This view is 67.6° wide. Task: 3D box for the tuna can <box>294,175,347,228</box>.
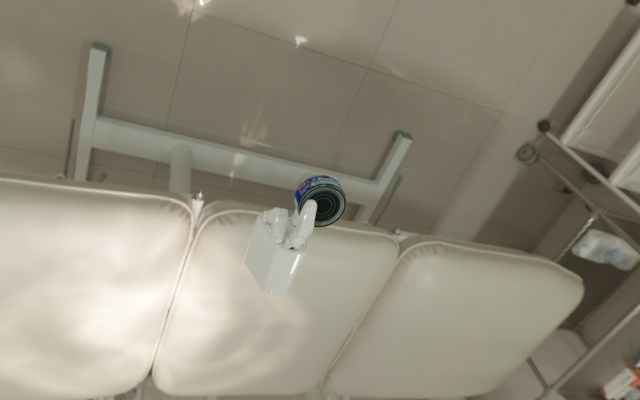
[{"bbox_3d":[0.000,0.003,0.800,0.086,0.086,0.033,0,31,-16],"label":"tuna can"}]
